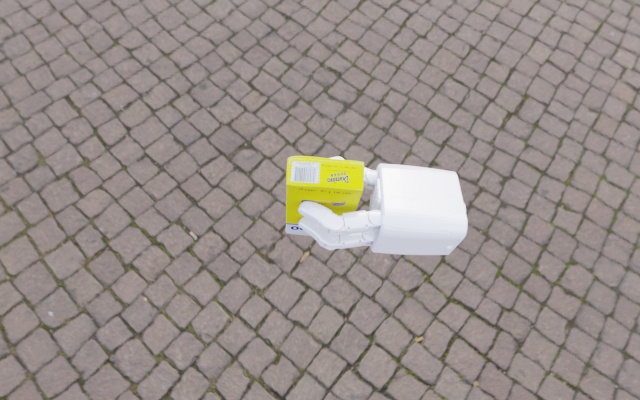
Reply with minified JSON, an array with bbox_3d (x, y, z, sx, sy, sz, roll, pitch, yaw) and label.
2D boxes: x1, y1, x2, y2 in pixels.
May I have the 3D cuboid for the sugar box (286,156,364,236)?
[{"bbox_3d":[0.000,0.003,0.640,0.093,0.048,0.176,5,-26,-1],"label":"sugar box"}]
